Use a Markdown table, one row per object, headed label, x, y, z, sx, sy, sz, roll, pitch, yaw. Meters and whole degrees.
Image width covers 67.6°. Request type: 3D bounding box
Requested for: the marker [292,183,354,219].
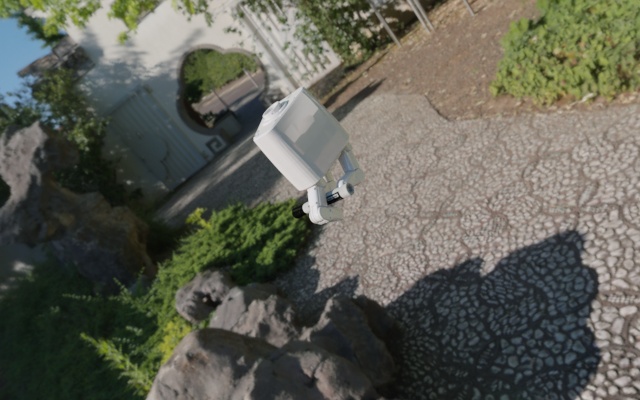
| label | x | y | z | sx | sy | sz | roll | pitch | yaw |
| --- | --- | --- | --- | --- | --- | --- | --- | --- | --- |
| marker | 0.000 | 0.002 | 0.724 | 0.121 | 0.020 | 0.020 | -24 | -16 | 39 |
